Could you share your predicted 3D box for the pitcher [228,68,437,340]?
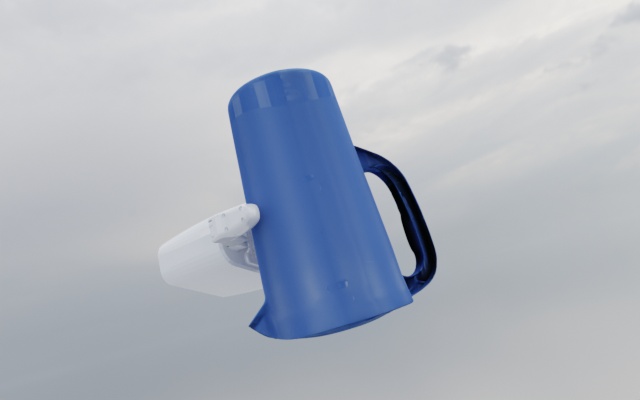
[{"bbox_3d":[0.000,0.002,0.461,0.145,0.242,0.149,-23,-14,31],"label":"pitcher"}]
